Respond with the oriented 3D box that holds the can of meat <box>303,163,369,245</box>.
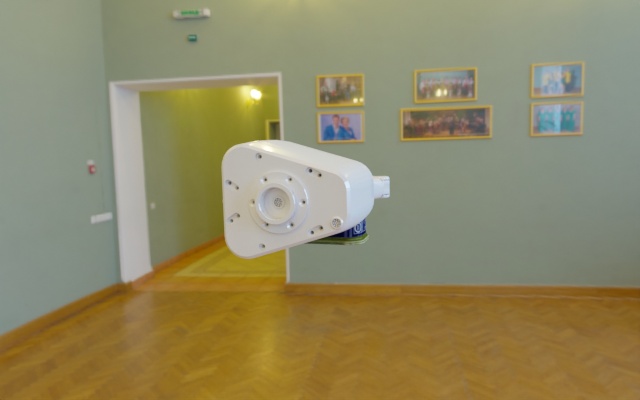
[{"bbox_3d":[0.000,0.001,0.523,0.102,0.084,0.057,0,6,18],"label":"can of meat"}]
